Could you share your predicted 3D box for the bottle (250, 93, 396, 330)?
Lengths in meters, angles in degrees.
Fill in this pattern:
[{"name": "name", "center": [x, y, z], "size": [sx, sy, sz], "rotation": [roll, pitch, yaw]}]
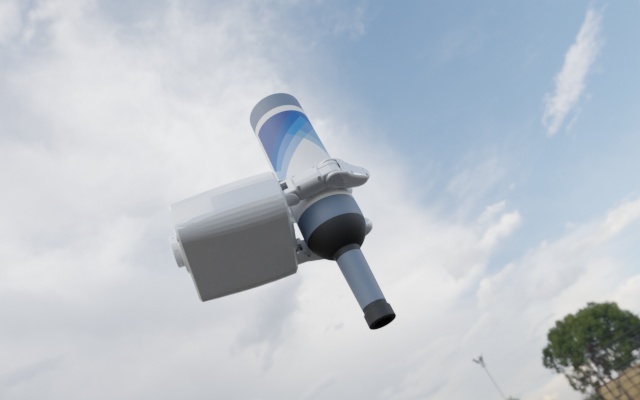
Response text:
[{"name": "bottle", "center": [0.000, 0.001, 0.513], "size": [0.069, 0.295, 0.069], "rotation": [-19, -34, -13]}]
